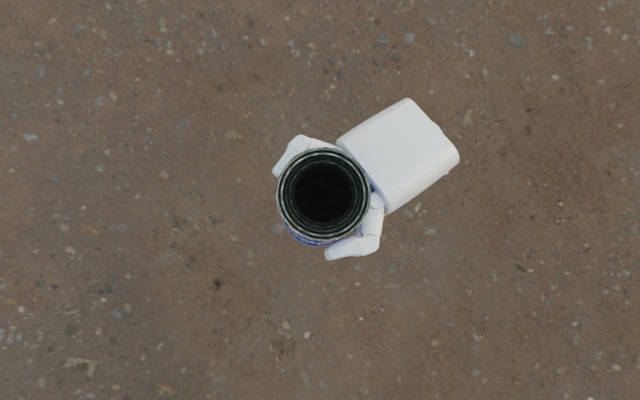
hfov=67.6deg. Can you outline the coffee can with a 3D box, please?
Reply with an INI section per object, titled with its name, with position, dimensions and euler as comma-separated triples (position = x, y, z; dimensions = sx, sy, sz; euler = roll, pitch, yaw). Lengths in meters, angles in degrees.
[coffee can]
position = 0.000, 0.002, 0.576
dimensions = 0.103, 0.103, 0.140
euler = 0, -7, -2
